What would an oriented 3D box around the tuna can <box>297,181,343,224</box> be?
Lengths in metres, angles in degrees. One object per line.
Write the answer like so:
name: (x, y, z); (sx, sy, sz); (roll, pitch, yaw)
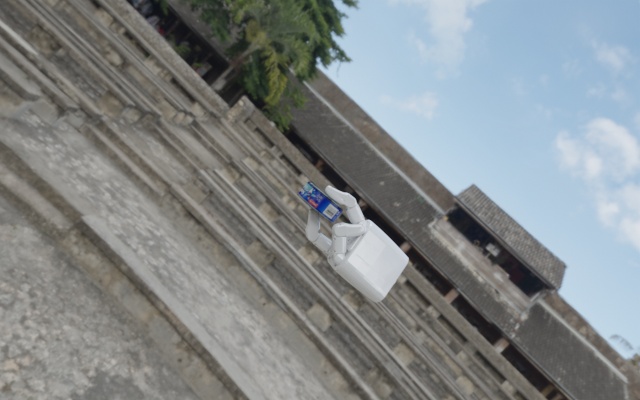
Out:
tuna can: (0.000, 0.002, 0.886); (0.086, 0.034, 0.086); (40, 2, -2)
